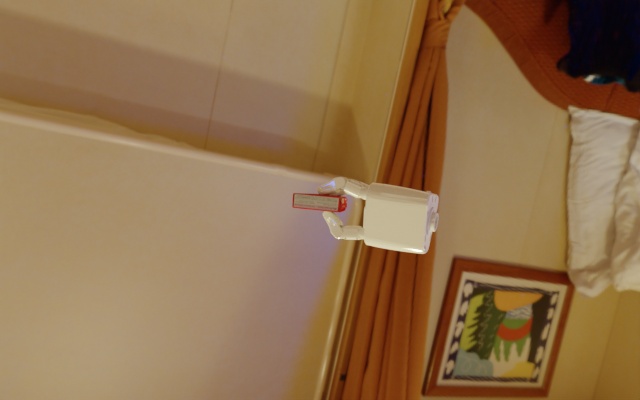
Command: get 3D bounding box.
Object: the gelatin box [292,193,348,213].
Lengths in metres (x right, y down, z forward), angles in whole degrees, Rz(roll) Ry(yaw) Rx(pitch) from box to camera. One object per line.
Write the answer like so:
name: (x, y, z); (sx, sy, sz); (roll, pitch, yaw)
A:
gelatin box: (0.000, 0.003, 0.874); (0.089, 0.030, 0.073); (5, 1, 11)
